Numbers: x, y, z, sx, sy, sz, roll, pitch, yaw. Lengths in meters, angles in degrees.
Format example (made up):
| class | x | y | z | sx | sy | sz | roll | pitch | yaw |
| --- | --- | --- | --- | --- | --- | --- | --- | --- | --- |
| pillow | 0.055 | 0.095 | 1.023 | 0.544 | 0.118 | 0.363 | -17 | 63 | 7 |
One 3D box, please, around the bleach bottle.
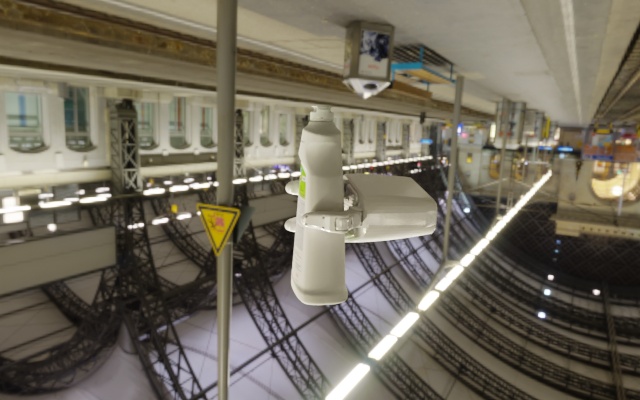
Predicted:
| class | x | y | z | sx | sy | sz | roll | pitch | yaw |
| --- | --- | --- | --- | --- | --- | --- | --- | --- | --- |
| bleach bottle | 0.000 | 0.002 | 0.634 | 0.068 | 0.251 | 0.102 | 0 | 9 | -15 |
